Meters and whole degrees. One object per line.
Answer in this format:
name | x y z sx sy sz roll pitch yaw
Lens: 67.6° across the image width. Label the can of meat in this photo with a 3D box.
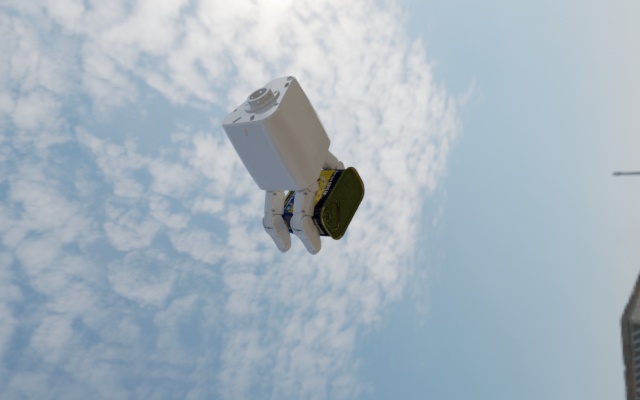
can of meat | 0.000 0.002 0.657 0.084 0.102 0.057 2 -42 38
